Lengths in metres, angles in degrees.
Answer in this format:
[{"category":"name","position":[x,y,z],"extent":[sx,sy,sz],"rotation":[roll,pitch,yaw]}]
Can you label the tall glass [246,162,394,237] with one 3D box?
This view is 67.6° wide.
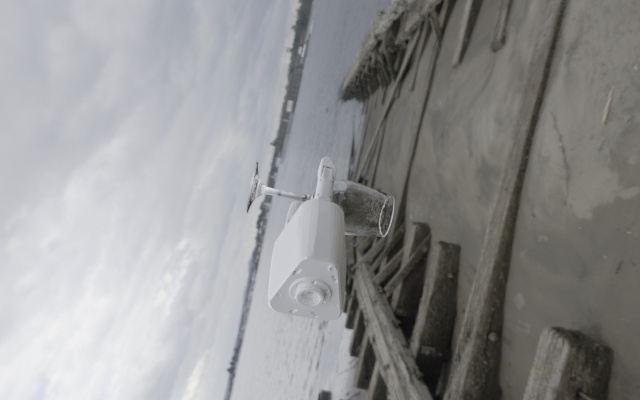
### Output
[{"category":"tall glass","position":[-0.001,0.002,0.680],"extent":[0.201,0.079,0.079],"rotation":[12,-1,-6]}]
